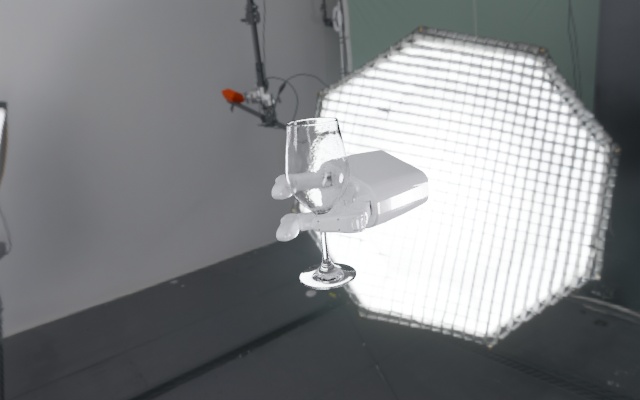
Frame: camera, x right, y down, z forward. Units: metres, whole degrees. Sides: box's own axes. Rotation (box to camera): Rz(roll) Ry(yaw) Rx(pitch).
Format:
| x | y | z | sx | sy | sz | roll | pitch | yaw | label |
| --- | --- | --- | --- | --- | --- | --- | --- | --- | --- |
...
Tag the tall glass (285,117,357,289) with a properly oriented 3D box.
| x | y | z | sx | sy | sz | roll | pitch | yaw | label |
| --- | --- | --- | --- | --- | --- | --- | --- | --- | --- |
| 0.000 | 0.003 | 0.587 | 0.079 | 0.201 | 0.079 | -6 | 17 | 2 | tall glass |
